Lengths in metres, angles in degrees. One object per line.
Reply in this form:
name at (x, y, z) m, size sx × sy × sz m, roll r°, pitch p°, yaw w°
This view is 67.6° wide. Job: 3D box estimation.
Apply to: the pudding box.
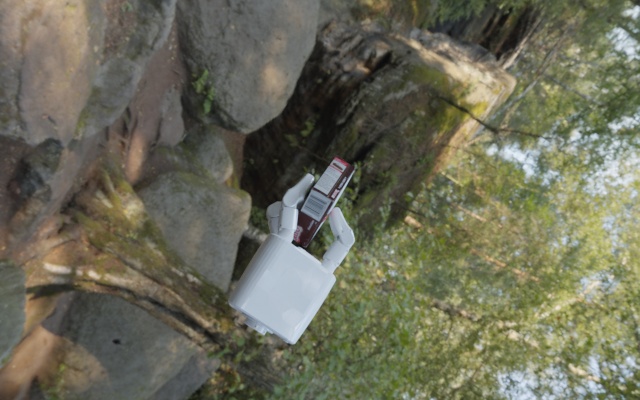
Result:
pudding box at (0.000, 0.002, 0.696) m, size 0.039 × 0.114 × 0.090 m, roll 32°, pitch 44°, yaw 0°
